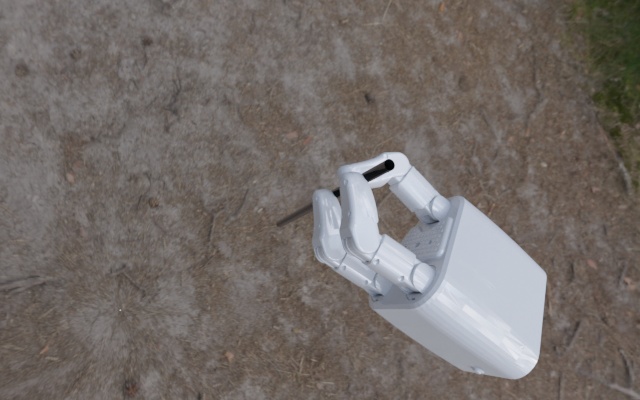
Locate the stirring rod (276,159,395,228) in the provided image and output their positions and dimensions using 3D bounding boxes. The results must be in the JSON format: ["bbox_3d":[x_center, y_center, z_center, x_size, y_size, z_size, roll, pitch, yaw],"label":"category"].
[{"bbox_3d":[0.000,0.001,0.423,0.011,0.011,0.239,0,-12,-23],"label":"stirring rod"}]
